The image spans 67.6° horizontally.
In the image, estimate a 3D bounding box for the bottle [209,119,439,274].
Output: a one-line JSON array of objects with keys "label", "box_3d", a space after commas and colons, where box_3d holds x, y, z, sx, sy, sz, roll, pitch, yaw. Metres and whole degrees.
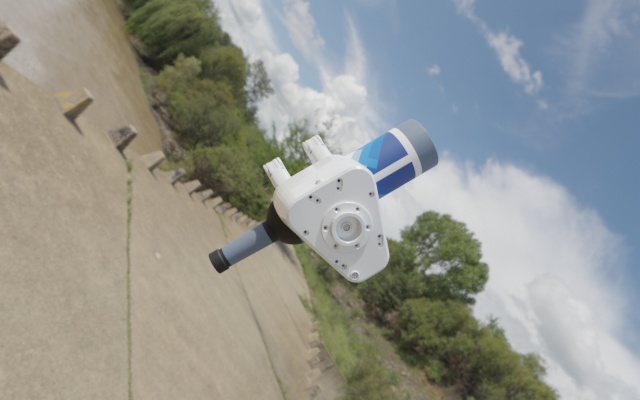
[{"label": "bottle", "box_3d": [0.000, 0.002, 0.579, 0.295, 0.069, 0.069, -30, 2, -4]}]
